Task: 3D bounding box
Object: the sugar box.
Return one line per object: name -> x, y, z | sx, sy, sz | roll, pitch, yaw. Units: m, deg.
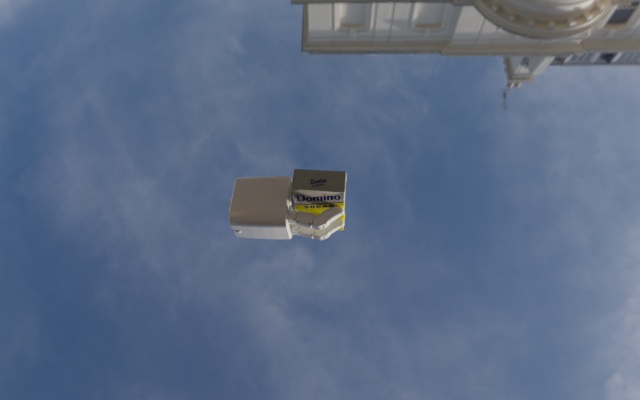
sugar box -> 0.000, 0.003, 0.886 | 0.093, 0.048, 0.176 | 3, -23, 4
